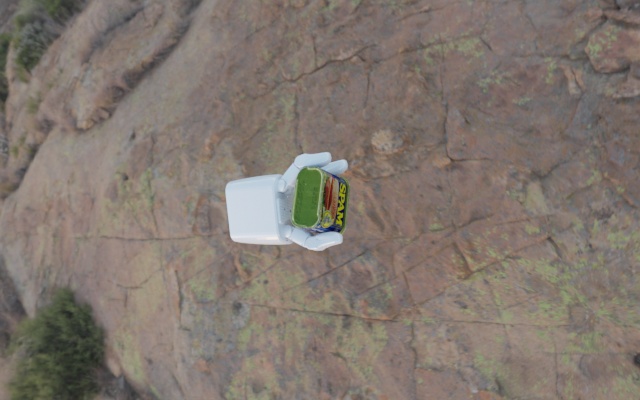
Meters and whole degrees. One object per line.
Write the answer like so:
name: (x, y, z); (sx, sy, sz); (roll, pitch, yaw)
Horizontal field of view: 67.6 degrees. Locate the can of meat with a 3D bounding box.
can of meat: (0.000, 0.003, 0.760); (0.057, 0.102, 0.084); (1, -11, 31)
